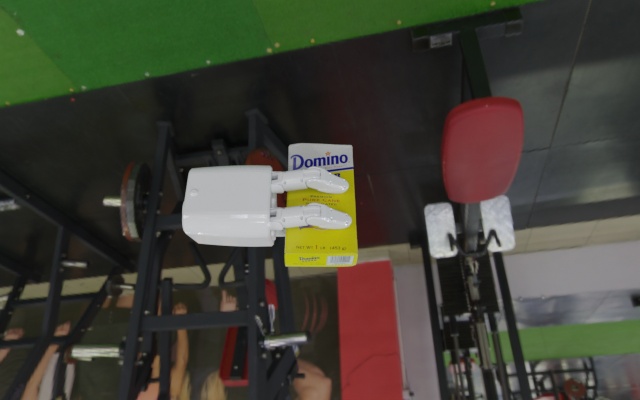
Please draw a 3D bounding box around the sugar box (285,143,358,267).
[{"bbox_3d":[0.000,0.002,0.647,0.093,0.176,0.048,1,-31,-3],"label":"sugar box"}]
